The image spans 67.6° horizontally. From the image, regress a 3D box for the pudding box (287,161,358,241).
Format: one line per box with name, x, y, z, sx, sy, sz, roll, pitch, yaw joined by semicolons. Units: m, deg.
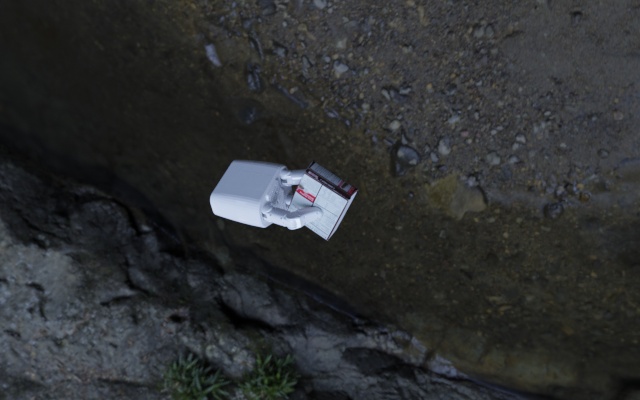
pudding box;0.000;0.003;0.803;0.090;0.114;0.039;32;46;6
